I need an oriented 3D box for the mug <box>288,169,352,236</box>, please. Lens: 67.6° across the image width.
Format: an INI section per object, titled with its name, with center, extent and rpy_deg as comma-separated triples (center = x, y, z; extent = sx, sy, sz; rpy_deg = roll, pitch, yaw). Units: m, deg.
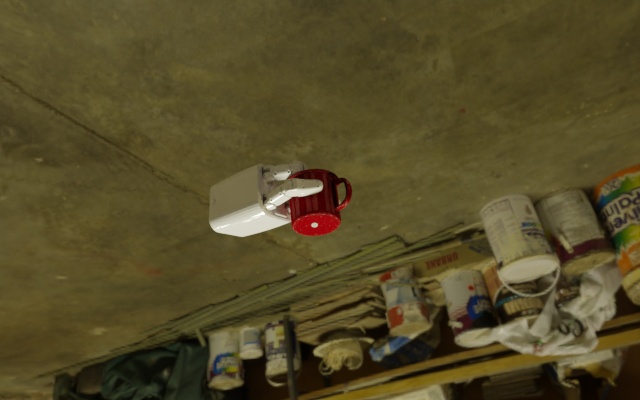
[mug]
center = 0.001, 0.002, 0.784
extent = 0.117, 0.081, 0.093
rpy_deg = -21, -33, 23
